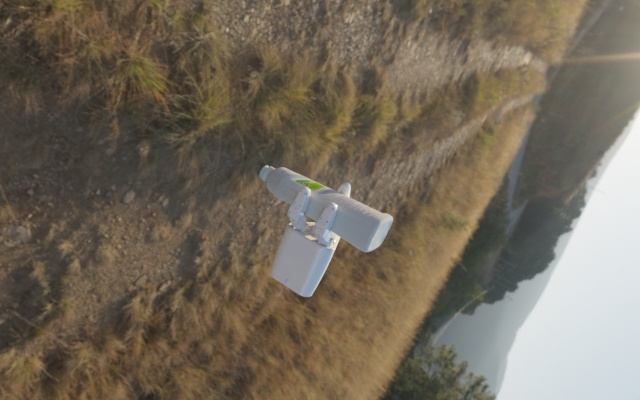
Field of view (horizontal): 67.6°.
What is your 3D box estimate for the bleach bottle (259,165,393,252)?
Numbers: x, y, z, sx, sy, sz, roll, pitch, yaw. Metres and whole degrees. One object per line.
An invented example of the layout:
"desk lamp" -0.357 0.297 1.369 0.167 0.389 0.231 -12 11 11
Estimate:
"bleach bottle" 0.000 0.003 0.865 0.251 0.068 0.102 29 15 20
